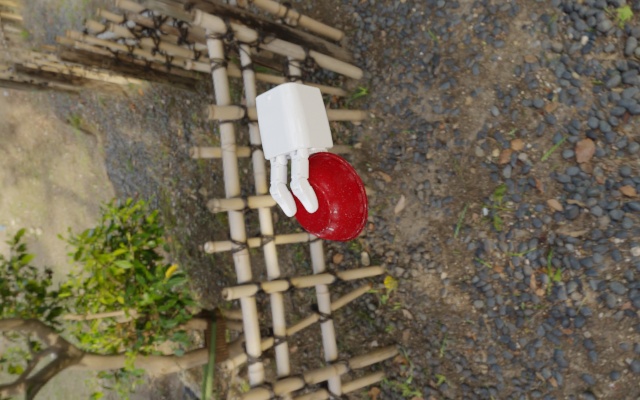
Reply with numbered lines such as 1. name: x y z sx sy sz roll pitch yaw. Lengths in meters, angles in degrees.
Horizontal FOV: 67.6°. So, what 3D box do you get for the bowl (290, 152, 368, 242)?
1. bowl: 0.000 0.004 0.796 0.162 0.162 0.055 0 18 45
